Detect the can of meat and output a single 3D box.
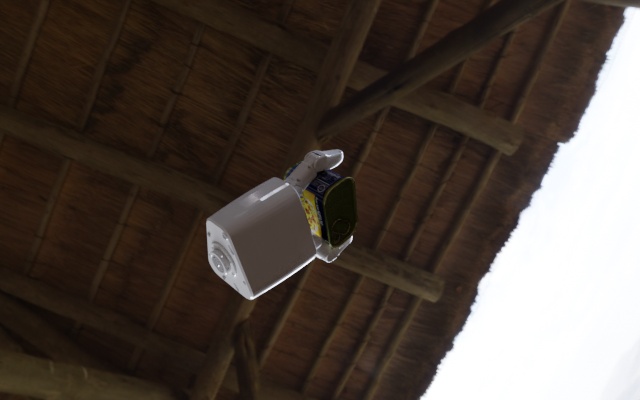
[{"bbox_3d":[0.000,0.002,0.653,0.084,0.102,0.057,28,52,36],"label":"can of meat"}]
